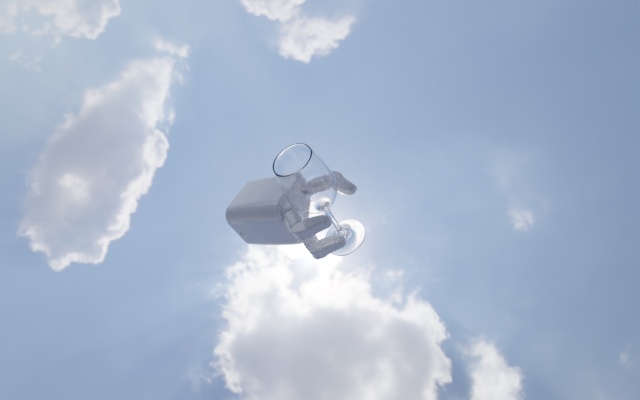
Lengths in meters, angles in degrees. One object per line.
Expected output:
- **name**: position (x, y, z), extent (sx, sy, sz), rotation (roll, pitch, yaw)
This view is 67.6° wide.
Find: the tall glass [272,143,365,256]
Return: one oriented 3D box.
- **tall glass**: position (0.001, 0.003, 0.733), extent (0.079, 0.079, 0.201), rotation (0, -37, 30)
